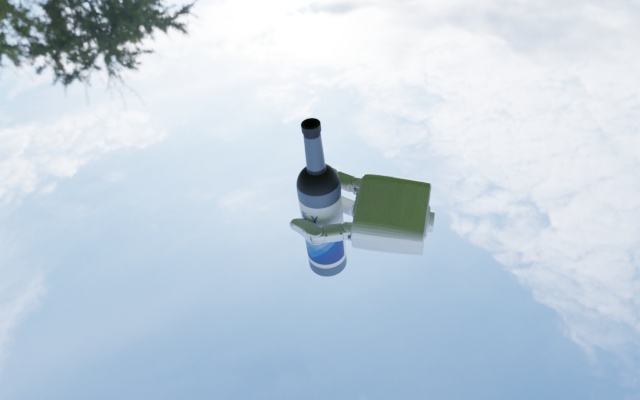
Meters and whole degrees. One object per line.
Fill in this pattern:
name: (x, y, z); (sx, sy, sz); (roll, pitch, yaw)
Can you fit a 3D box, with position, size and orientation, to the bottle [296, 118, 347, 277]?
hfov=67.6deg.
bottle: (0.000, 0.003, 0.736); (0.069, 0.296, 0.069); (-4, 44, 4)
